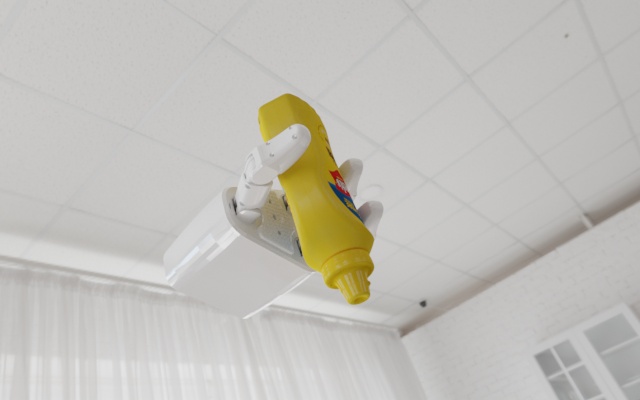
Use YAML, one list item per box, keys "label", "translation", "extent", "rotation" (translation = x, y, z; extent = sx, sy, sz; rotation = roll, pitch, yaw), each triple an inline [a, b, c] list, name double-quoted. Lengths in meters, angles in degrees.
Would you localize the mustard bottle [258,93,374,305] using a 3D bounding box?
- label: "mustard bottle"
  translation: [0.000, 0.001, 0.412]
  extent: [0.058, 0.191, 0.096]
  rotation: [-25, -35, 6]
